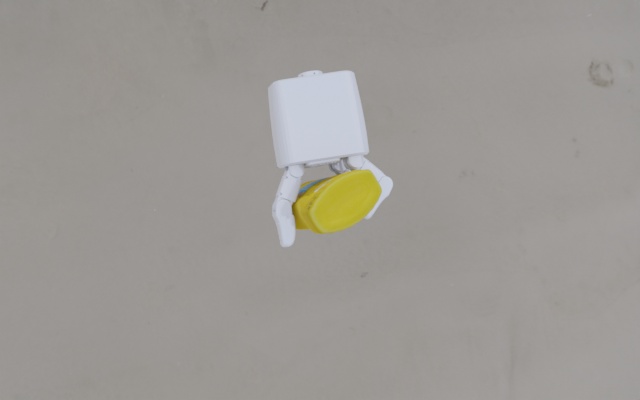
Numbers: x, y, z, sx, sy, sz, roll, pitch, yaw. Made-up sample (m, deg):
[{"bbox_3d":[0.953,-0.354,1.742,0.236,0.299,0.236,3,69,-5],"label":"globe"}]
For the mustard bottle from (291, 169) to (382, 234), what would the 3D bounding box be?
[{"bbox_3d":[0.000,0.002,0.632,0.096,0.058,0.191,-36,10,-16],"label":"mustard bottle"}]
